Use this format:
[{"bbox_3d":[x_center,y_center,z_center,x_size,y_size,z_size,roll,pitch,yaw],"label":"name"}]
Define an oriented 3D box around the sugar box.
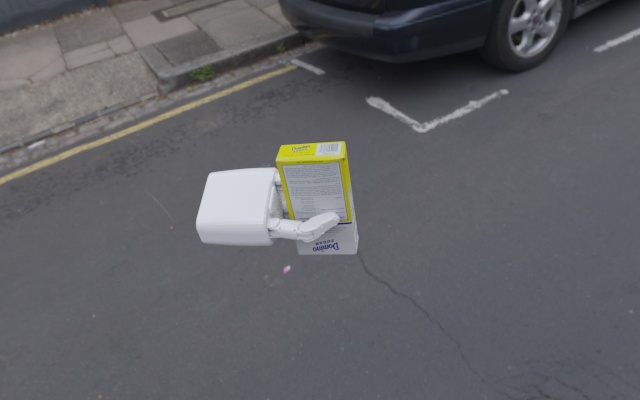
[{"bbox_3d":[0.000,0.002,0.690,0.093,0.176,0.048,-1,40,11],"label":"sugar box"}]
